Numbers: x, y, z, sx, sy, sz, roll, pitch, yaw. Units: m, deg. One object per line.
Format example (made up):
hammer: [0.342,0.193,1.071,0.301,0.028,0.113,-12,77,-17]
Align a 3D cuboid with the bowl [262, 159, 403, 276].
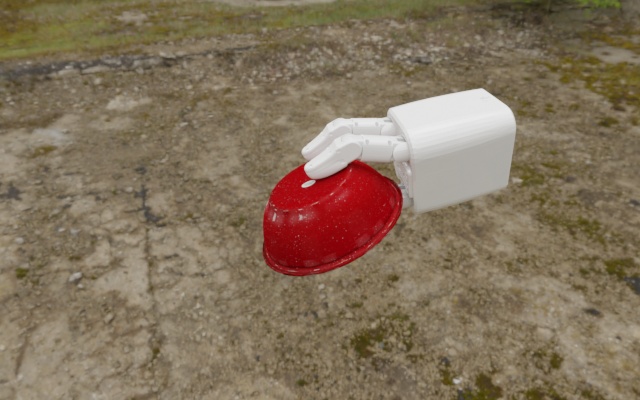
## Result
bowl: [-0.001,0.002,0.493,0.162,0.055,0.162,-21,30,13]
